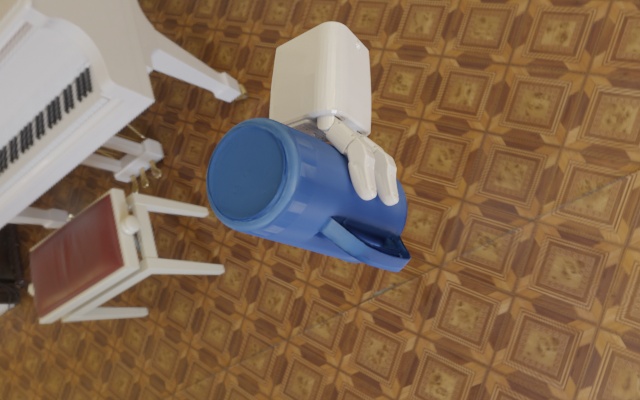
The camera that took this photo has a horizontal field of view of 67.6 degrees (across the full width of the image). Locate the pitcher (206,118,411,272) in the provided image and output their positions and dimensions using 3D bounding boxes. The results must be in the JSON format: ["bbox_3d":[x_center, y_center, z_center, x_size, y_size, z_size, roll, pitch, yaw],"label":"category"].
[{"bbox_3d":[0.000,0.002,0.526,0.149,0.145,0.243,-4,-12,30],"label":"pitcher"}]
